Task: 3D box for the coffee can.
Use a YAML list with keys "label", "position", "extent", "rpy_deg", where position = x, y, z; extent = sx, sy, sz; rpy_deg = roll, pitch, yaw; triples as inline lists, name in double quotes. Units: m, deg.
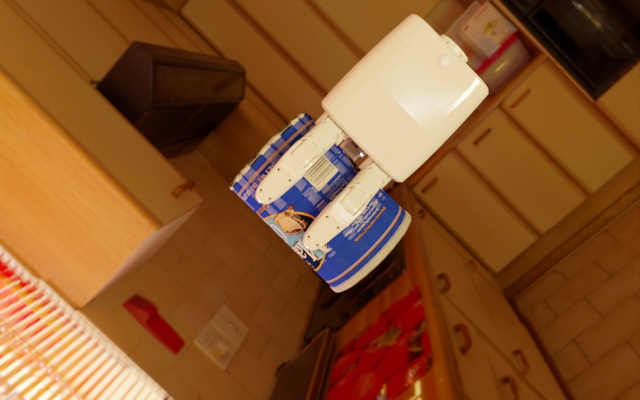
- label: "coffee can"
  position: [0.000, 0.002, 0.454]
  extent: [0.140, 0.103, 0.103]
  rpy_deg: [45, 3, -3]
